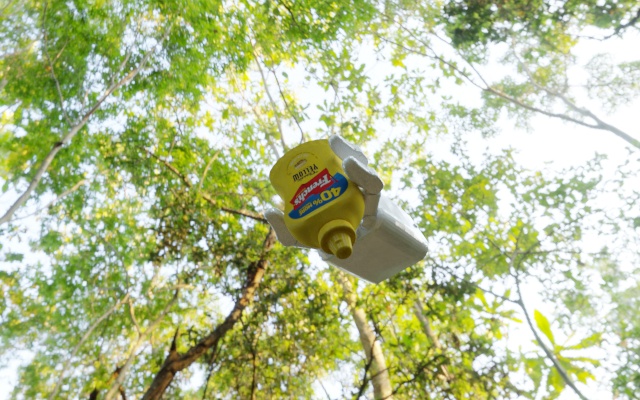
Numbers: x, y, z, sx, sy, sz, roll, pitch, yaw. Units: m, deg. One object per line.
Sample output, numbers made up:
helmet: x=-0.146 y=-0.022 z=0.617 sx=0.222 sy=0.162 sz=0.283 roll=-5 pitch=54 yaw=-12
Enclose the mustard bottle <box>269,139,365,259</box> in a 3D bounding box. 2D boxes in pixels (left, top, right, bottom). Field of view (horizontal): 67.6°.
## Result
mustard bottle: x=0.000 y=0.002 z=0.570 sx=0.096 sy=0.058 sz=0.191 roll=-28 pitch=39 yaw=3
